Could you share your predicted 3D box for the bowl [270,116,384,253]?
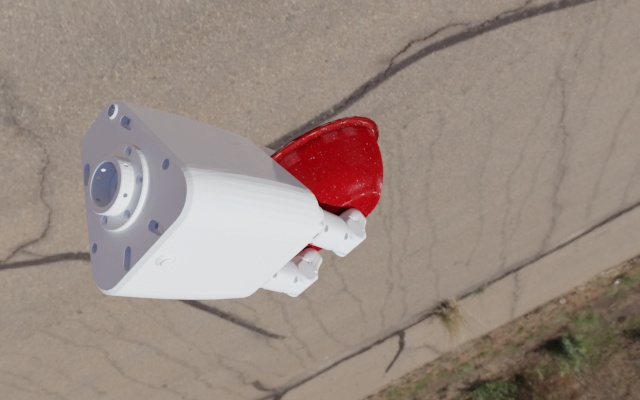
[{"bbox_3d":[0.001,0.002,0.425,0.162,0.055,0.162,-32,-19,-12],"label":"bowl"}]
